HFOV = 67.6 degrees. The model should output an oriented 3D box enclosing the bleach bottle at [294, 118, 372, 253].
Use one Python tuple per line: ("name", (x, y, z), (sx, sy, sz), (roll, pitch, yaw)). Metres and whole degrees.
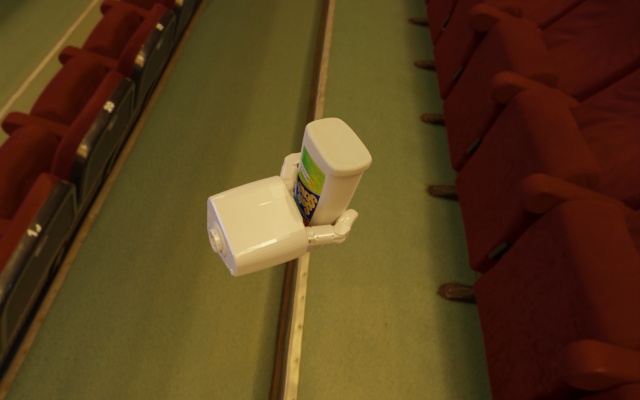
("bleach bottle", (0.000, 0.002, 0.715), (0.068, 0.102, 0.251), (-16, -35, -25))
